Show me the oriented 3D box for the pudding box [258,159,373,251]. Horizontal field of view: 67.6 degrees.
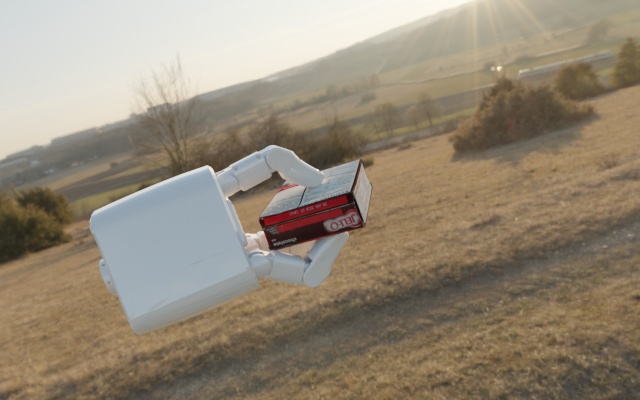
[{"bbox_3d":[0.000,0.001,0.456,0.090,0.039,0.113,-15,18,15],"label":"pudding box"}]
